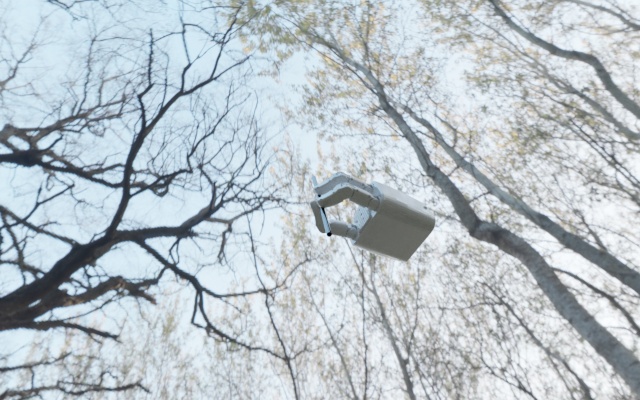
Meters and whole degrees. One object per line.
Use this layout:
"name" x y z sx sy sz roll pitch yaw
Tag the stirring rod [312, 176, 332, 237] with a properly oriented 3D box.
"stirring rod" 0.000 0.003 0.786 0.011 0.011 0.239 0 22 -6
